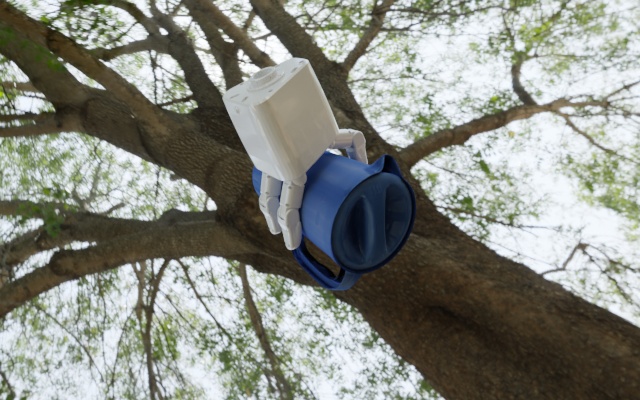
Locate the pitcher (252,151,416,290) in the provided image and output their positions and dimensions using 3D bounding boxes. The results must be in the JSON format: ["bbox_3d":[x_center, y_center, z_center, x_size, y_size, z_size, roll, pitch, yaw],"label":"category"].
[{"bbox_3d":[0.000,0.002,0.665,0.149,0.145,0.242,-37,36,-18],"label":"pitcher"}]
